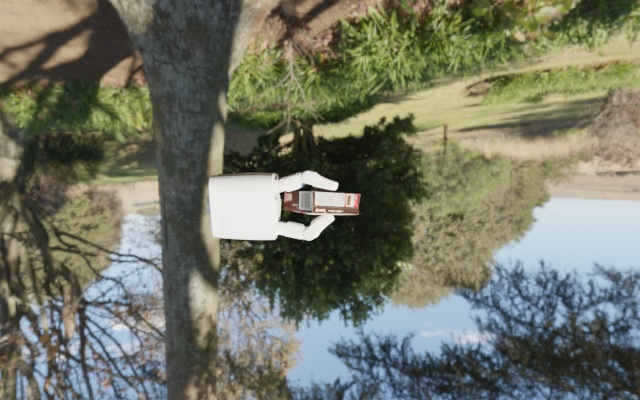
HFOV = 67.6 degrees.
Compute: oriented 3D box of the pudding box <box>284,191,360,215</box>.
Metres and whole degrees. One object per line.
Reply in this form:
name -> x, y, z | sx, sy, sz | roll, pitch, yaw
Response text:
pudding box -> 0.000, 0.003, 0.806 | 0.090, 0.039, 0.113 | 2, 2, -28
